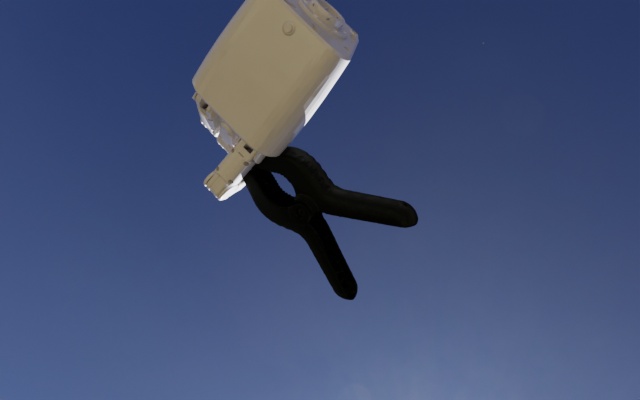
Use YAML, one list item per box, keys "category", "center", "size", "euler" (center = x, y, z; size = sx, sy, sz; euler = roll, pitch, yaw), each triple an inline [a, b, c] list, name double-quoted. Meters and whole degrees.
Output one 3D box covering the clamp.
- category: "clamp"
  center: [0.000, 0.001, 0.427]
  size: [0.120, 0.171, 0.039]
  euler: [-47, -1, 31]
